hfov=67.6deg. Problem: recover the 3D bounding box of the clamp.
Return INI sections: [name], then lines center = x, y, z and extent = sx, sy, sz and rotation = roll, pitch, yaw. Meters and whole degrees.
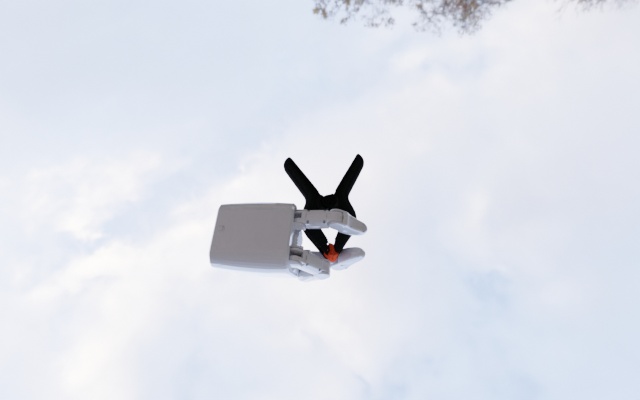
[clamp]
center = 0.000, 0.003, 0.689
extent = 0.120, 0.171, 0.039
rotation = 2, -30, 7
